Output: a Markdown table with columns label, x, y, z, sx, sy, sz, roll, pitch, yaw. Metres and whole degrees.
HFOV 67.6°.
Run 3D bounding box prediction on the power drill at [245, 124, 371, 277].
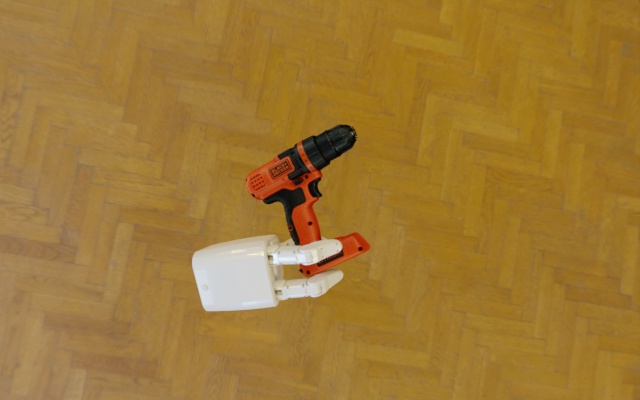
| label | x | y | z | sx | sy | sz | roll | pitch | yaw |
| --- | --- | --- | --- | --- | --- | --- | --- | --- | --- |
| power drill | 0.000 | 0.003 | 0.699 | 0.184 | 0.187 | 0.057 | -28 | -8 | 17 |
